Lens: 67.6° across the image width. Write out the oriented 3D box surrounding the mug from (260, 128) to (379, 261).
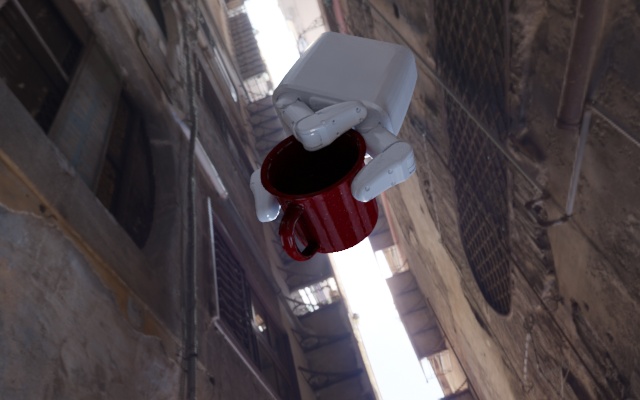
[{"bbox_3d":[0.000,0.003,0.416,0.093,0.117,0.082,5,-41,28],"label":"mug"}]
